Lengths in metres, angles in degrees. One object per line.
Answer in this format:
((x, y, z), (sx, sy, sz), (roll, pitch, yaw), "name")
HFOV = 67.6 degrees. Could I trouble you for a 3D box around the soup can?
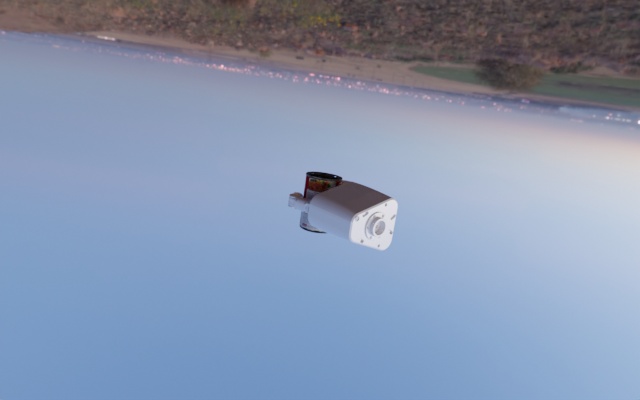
((0.000, 0.003, 0.886), (0.068, 0.102, 0.068), (8, 13, -2), "soup can")
